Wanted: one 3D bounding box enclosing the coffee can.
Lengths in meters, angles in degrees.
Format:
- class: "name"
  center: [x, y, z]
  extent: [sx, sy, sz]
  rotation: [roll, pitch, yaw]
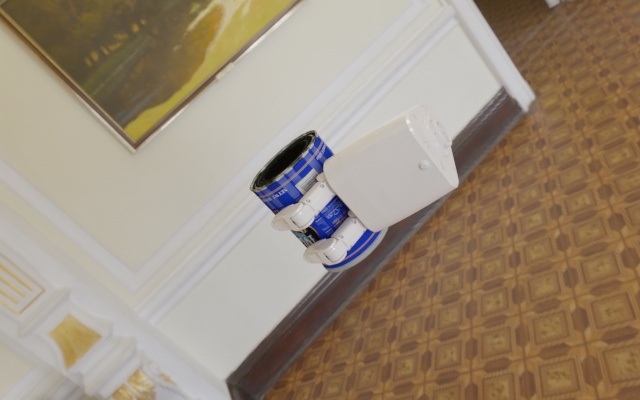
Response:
- class: "coffee can"
  center: [0.000, 0.002, 0.573]
  extent: [0.103, 0.140, 0.102]
  rotation: [-37, 19, 15]
